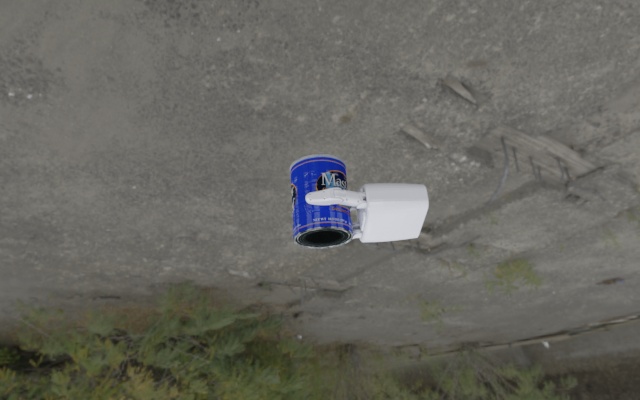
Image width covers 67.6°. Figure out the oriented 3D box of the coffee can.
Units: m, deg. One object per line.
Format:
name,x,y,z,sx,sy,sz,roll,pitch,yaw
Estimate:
coffee can,0.000,0.003,0.843,0.103,0.140,0.103,-4,-24,-2
